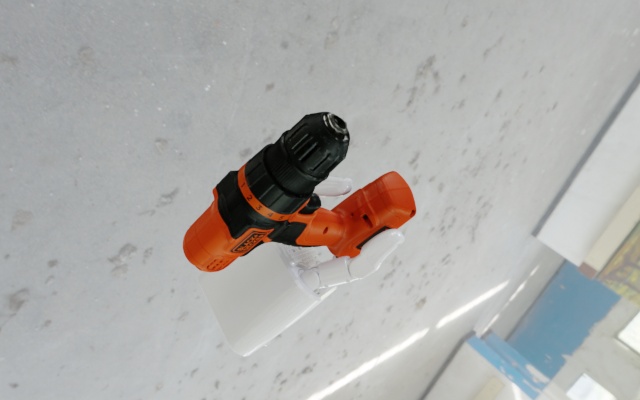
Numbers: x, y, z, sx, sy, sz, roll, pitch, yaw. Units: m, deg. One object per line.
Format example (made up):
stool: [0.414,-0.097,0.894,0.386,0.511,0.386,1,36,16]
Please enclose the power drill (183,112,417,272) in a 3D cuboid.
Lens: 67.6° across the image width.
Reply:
power drill: [0.000,0.002,0.412,0.187,0.057,0.184,7,-35,-46]
